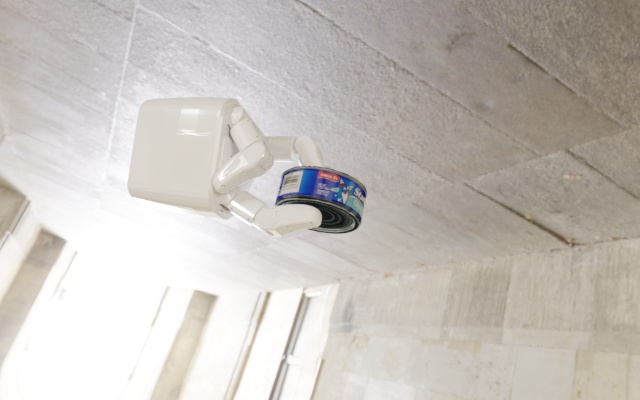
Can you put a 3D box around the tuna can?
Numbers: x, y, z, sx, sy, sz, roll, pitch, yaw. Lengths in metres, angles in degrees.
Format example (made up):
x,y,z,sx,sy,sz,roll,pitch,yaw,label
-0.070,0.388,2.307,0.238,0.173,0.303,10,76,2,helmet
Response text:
x,y,z,sx,sy,sz,roll,pitch,yaw,label
0.000,0.002,0.459,0.086,0.033,0.086,11,-23,5,tuna can
